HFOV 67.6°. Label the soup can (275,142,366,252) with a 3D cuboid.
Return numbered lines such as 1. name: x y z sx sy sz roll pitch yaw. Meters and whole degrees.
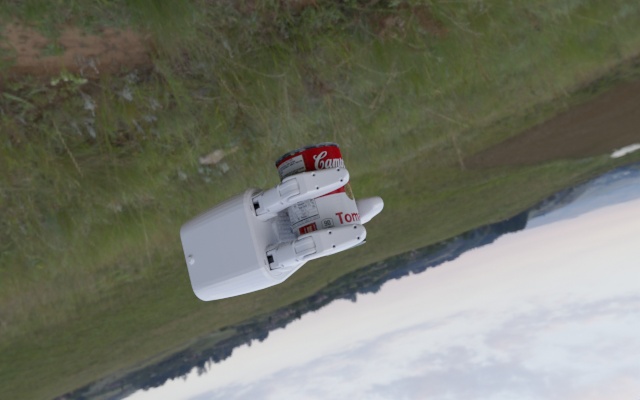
1. soup can: 0.001 0.002 0.479 0.068 0.102 0.068 -15 -10 -3
